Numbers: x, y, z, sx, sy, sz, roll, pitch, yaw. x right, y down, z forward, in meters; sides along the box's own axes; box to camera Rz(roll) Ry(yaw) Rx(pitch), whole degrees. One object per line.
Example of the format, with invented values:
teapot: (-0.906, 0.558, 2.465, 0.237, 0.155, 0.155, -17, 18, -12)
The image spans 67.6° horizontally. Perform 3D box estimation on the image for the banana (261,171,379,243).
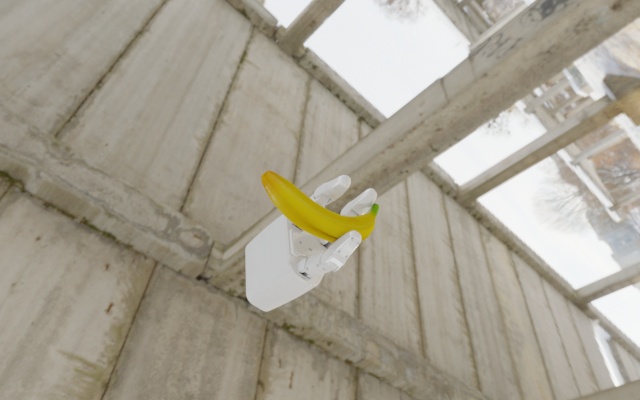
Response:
banana: (0.006, 0.019, 0.611, 0.198, 0.069, 0.037, 18, -40, -39)
